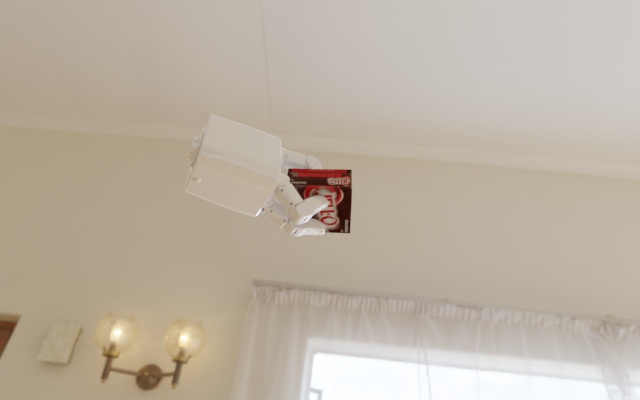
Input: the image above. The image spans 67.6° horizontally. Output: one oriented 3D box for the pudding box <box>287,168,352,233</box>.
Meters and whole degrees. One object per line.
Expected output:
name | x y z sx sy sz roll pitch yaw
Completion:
pudding box | 0.000 0.002 0.686 0.090 0.039 0.114 2 -36 4
